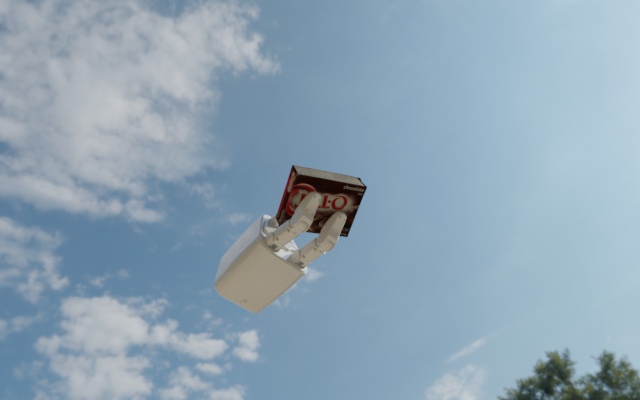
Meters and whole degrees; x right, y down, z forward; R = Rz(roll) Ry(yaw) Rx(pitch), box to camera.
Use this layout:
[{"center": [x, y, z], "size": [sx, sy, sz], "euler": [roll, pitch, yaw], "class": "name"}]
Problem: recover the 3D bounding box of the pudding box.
[{"center": [0.000, 0.002, 0.703], "size": [0.113, 0.090, 0.039], "euler": [8, 28, -23], "class": "pudding box"}]
